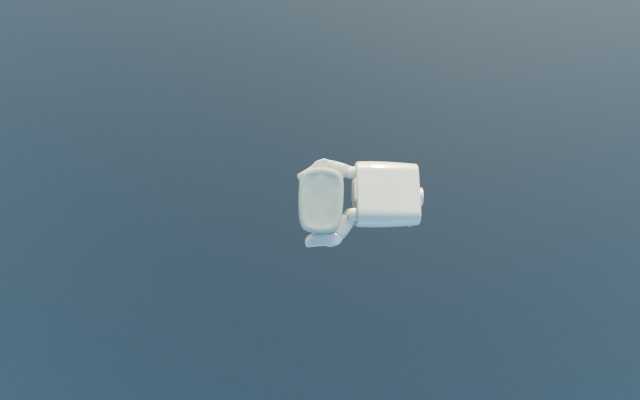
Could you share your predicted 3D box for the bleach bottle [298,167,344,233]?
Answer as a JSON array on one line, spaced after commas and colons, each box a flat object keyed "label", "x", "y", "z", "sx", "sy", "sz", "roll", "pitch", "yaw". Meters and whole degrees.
[{"label": "bleach bottle", "x": 0.000, "y": 0.003, "z": 0.831, "sx": 0.068, "sy": 0.102, "sz": 0.251, "roll": 2, "pitch": 0, "yaw": 0}]
